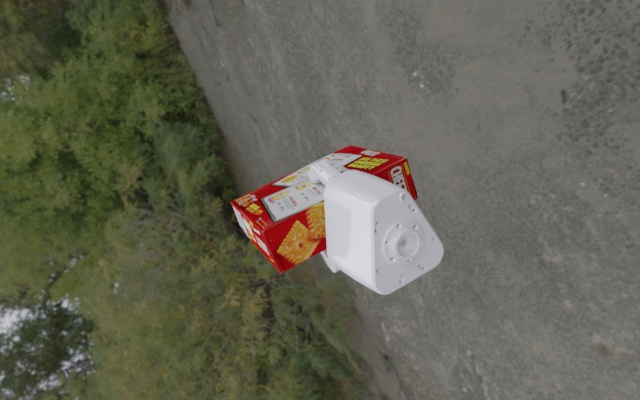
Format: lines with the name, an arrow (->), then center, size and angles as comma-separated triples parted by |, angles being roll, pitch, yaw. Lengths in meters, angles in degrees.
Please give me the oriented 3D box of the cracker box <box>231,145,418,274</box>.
cracker box -> 0.000, 0.002, 0.669 | 0.213, 0.072, 0.164 | -26, 22, -17
